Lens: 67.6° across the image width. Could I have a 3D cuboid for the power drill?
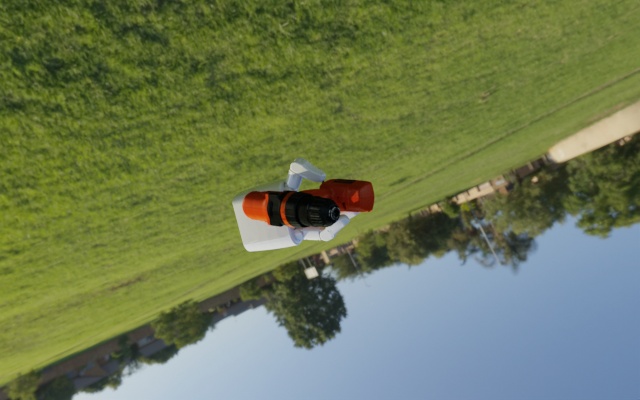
[{"bbox_3d":[0.000,0.002,0.745,0.184,0.057,0.187,7,11,42],"label":"power drill"}]
